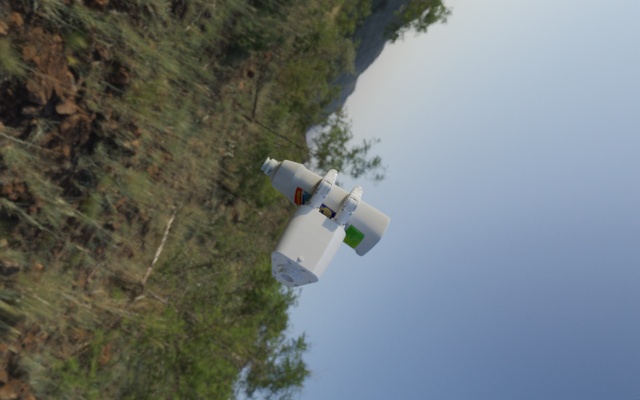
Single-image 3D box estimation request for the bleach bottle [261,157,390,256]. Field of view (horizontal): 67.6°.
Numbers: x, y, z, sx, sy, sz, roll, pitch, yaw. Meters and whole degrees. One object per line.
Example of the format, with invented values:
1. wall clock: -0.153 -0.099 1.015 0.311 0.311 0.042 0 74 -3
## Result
1. bleach bottle: 0.000 0.003 0.891 0.251 0.068 0.103 32 -33 -2
